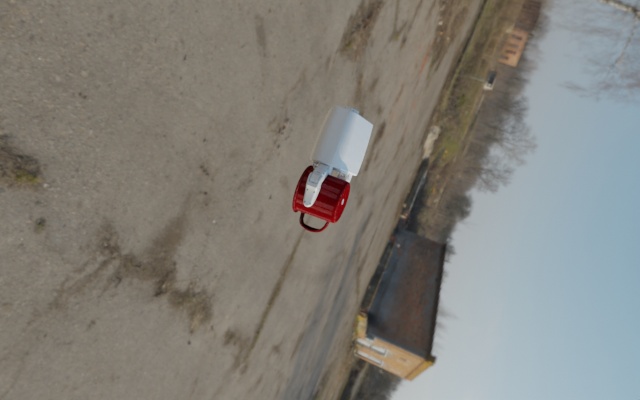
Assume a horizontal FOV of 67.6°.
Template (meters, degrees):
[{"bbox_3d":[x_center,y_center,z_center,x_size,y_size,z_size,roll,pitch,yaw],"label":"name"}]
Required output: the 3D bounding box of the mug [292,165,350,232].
[{"bbox_3d":[0.000,0.004,0.881,0.081,0.117,0.093,20,5,13],"label":"mug"}]
